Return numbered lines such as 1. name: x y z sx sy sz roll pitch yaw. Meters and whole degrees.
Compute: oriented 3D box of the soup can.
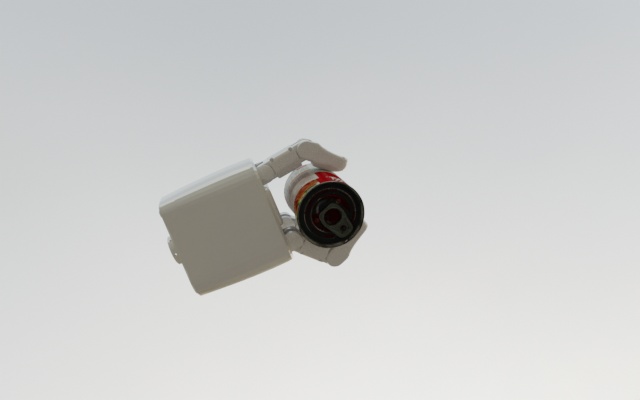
1. soup can: 0.000 0.001 0.510 0.068 0.068 0.102 0 15 -12
